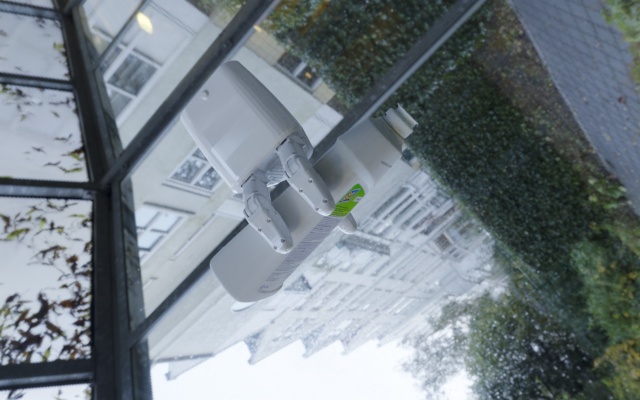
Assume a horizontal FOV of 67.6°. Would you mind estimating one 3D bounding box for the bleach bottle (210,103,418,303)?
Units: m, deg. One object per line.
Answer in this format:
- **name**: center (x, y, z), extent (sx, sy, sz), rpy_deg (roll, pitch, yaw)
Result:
- **bleach bottle**: center (0.000, 0.002, 0.494), extent (0.251, 0.068, 0.102), rpy_deg (-44, -14, 15)
